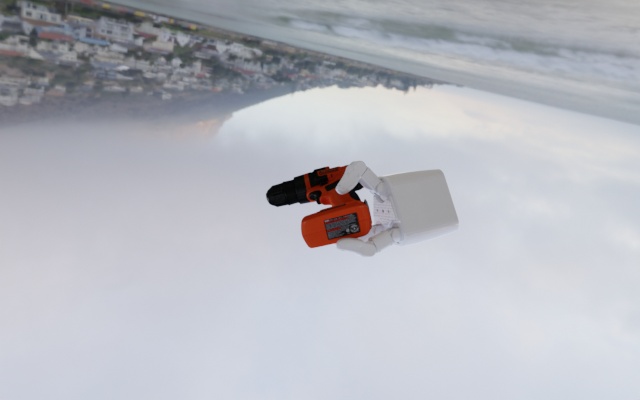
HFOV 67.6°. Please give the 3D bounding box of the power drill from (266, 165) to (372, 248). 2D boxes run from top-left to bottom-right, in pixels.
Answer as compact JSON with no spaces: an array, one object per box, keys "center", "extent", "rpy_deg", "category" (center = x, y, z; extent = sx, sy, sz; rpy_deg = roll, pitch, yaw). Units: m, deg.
[{"center":[0.000,0.003,0.780],"extent":[0.184,0.057,0.187],"rpy_deg":[-16,28,2],"category":"power drill"}]
